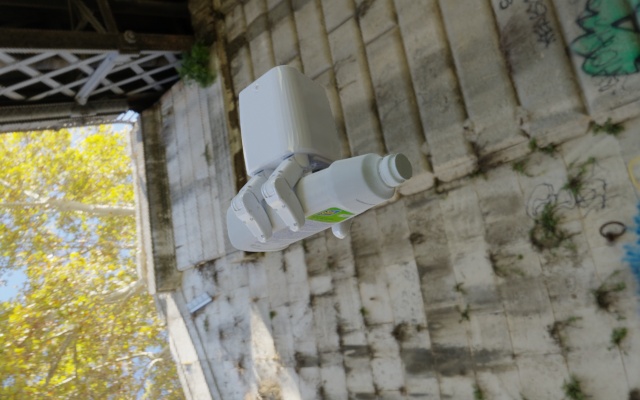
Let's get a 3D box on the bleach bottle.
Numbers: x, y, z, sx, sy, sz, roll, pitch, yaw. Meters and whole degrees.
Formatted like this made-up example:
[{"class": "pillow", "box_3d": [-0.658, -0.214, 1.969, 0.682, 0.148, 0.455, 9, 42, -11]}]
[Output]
[{"class": "bleach bottle", "box_3d": [0.000, 0.002, 0.552, 0.102, 0.068, 0.251, 3, -18, -46]}]
